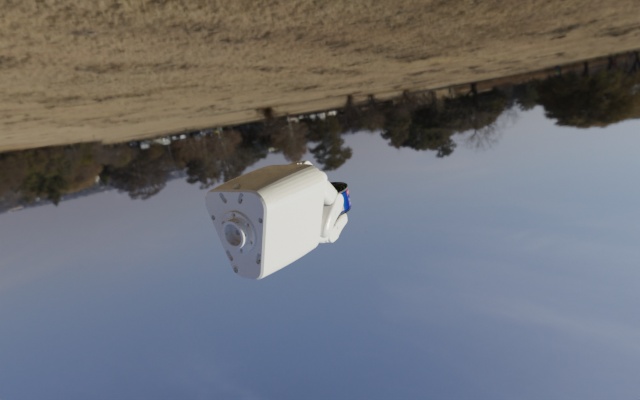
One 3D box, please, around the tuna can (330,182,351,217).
[{"bbox_3d":[0.000,0.003,0.680,0.086,0.034,0.086,-12,15,3],"label":"tuna can"}]
